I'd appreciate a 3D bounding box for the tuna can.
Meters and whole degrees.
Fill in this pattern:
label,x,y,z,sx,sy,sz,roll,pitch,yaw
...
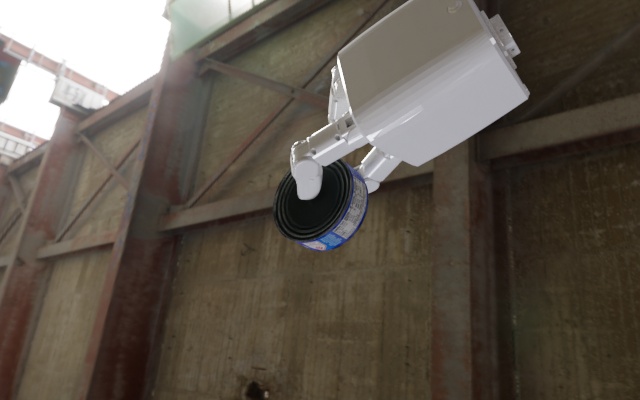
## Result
label,x,y,z,sx,sy,sz,roll,pitch,yaw
tuna can,0.000,0.002,0.432,0.086,0.086,0.034,0,-22,39
